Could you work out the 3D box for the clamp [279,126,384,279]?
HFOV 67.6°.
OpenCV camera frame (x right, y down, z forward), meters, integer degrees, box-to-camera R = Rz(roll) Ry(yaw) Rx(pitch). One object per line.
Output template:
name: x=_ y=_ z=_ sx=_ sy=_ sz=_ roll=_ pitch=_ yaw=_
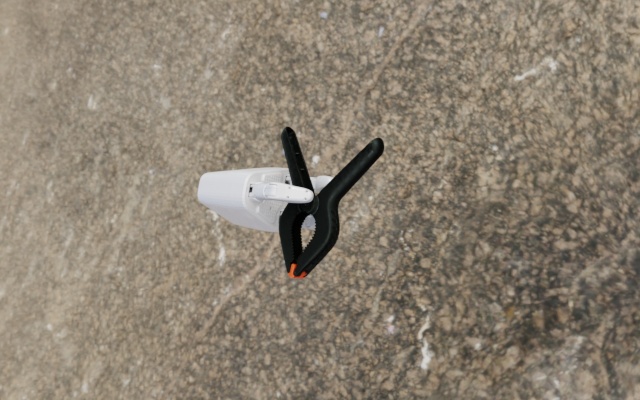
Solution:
clamp: x=-0.001 y=0.002 z=0.635 sx=0.164 sy=0.210 sz=0.036 roll=4 pitch=-6 yaw=36
